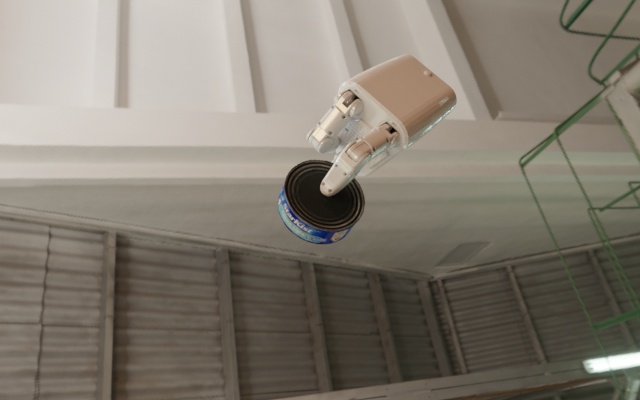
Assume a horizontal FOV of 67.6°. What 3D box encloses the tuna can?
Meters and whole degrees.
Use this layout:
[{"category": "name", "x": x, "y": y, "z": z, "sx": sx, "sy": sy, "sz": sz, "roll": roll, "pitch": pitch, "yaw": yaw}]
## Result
[{"category": "tuna can", "x": 0.000, "y": 0.002, "z": 0.493, "sx": 0.086, "sy": 0.086, "sz": 0.034, "roll": 0, "pitch": -32, "yaw": -21}]
